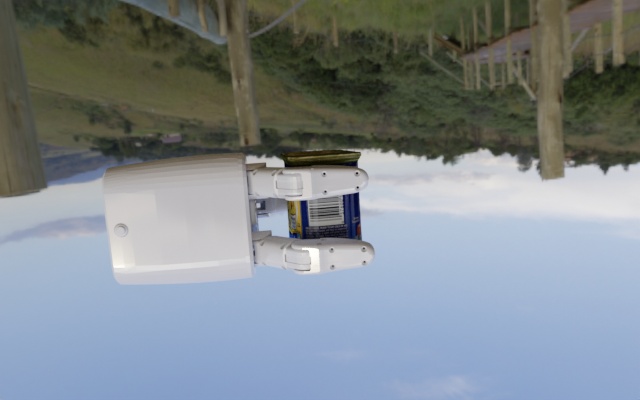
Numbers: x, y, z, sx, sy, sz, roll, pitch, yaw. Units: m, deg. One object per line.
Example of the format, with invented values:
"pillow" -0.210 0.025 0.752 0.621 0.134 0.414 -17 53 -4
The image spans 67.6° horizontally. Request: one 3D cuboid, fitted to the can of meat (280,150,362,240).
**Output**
"can of meat" 0.000 0.002 0.403 0.057 0.084 0.102 -5 8 -10
